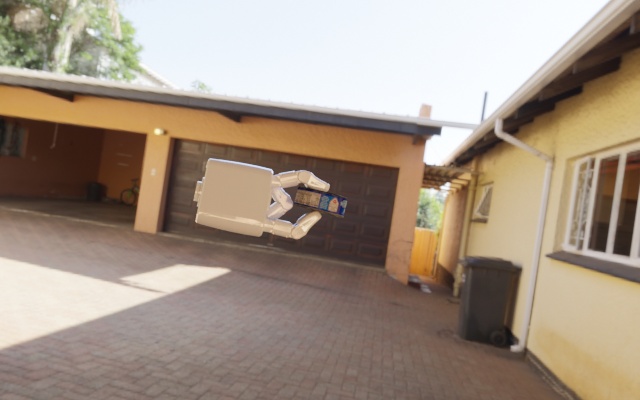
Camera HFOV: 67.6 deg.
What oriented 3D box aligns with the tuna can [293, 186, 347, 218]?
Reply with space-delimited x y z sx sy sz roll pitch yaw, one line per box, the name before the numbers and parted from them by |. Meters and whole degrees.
tuna can | 0.000 0.002 0.786 0.086 0.034 0.086 14 -2 1
